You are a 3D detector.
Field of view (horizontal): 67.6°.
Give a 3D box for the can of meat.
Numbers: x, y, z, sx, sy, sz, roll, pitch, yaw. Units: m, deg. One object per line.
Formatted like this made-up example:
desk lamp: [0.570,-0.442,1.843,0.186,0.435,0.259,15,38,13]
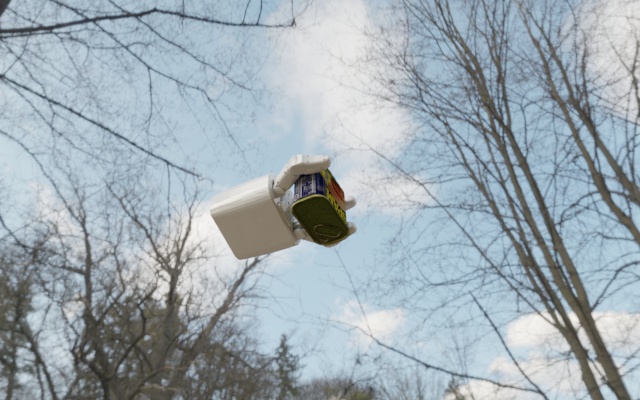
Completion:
can of meat: [0.000,0.002,0.707,0.057,0.083,0.102,-21,-49,17]
